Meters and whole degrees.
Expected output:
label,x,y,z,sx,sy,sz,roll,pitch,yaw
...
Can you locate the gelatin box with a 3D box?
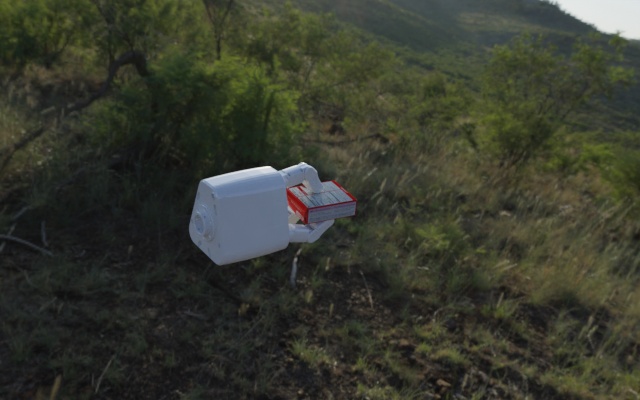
label,x,y,z,sx,sy,sz,roll,pitch,yaw
gelatin box,0.000,0.002,0.731,0.089,0.030,0.073,-11,31,-26
